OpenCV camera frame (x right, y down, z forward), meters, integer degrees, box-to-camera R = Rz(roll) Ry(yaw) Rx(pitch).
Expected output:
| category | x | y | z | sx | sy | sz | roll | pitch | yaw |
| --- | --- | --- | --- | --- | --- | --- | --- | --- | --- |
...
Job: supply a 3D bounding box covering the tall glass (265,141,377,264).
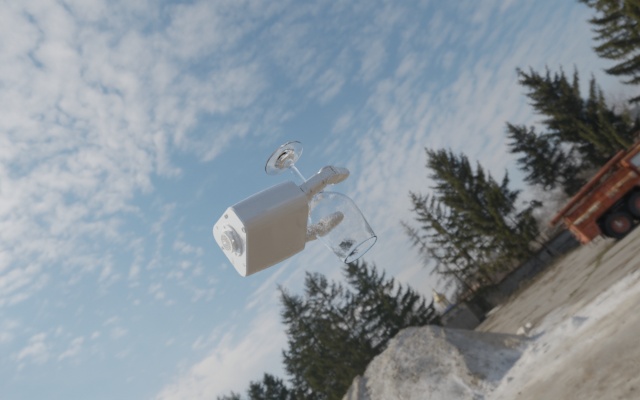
| category | x | y | z | sx | sy | sz | roll | pitch | yaw |
| --- | --- | --- | --- | --- | --- | --- | --- | --- | --- |
| tall glass | 0.000 | 0.002 | 0.737 | 0.079 | 0.201 | 0.079 | -34 | -22 | -16 |
